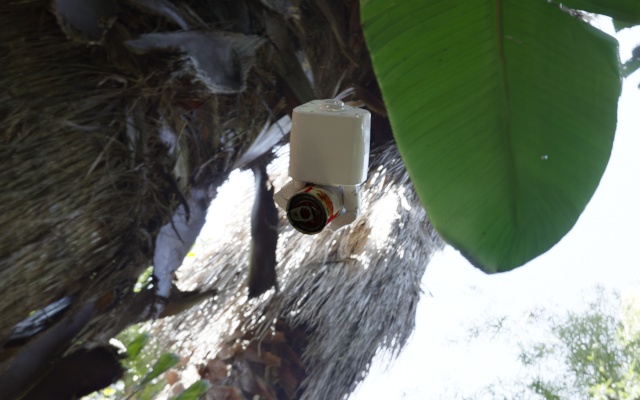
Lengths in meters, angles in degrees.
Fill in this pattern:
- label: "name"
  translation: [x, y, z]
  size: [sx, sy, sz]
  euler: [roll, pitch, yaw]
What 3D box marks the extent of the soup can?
- label: "soup can"
  translation: [0.000, 0.003, 0.739]
  size: [0.068, 0.068, 0.102]
  euler: [0, 21, 27]
